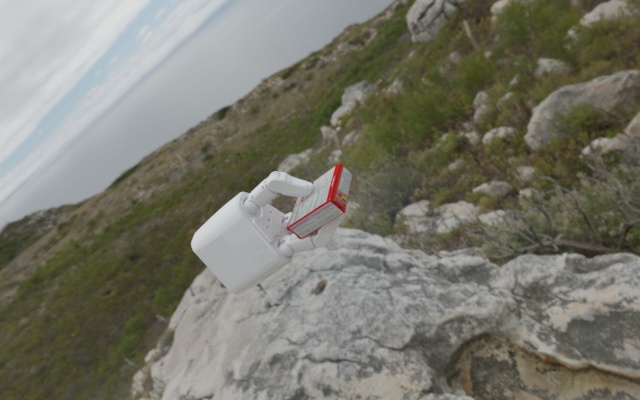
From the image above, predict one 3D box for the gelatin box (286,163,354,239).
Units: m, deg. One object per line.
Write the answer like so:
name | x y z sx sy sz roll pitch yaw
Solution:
gelatin box | 0.000 0.002 0.629 0.030 0.073 0.089 39 -50 -21
